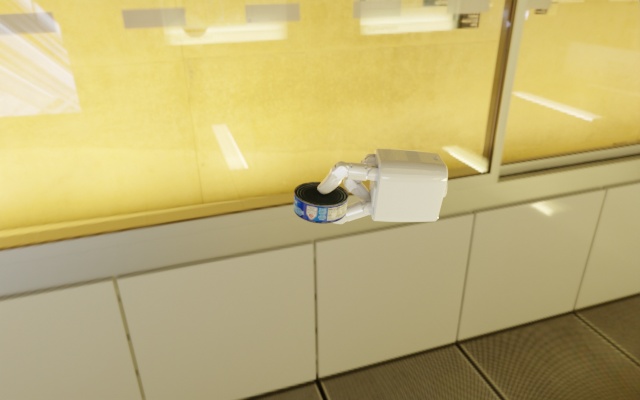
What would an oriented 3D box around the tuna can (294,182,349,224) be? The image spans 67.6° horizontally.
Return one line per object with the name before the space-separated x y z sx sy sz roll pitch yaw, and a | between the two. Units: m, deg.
tuna can | 0.000 0.003 0.756 0.086 0.034 0.086 4 26 -2
